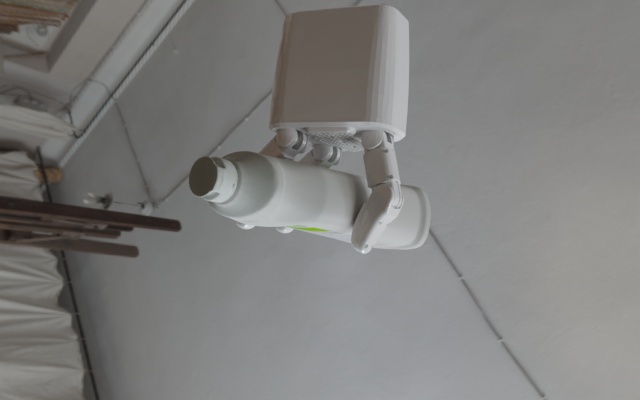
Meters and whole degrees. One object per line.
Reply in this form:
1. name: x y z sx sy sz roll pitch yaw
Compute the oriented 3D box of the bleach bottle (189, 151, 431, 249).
1. bleach bottle: 0.000 0.001 0.417 0.102 0.068 0.251 -1 -9 36
